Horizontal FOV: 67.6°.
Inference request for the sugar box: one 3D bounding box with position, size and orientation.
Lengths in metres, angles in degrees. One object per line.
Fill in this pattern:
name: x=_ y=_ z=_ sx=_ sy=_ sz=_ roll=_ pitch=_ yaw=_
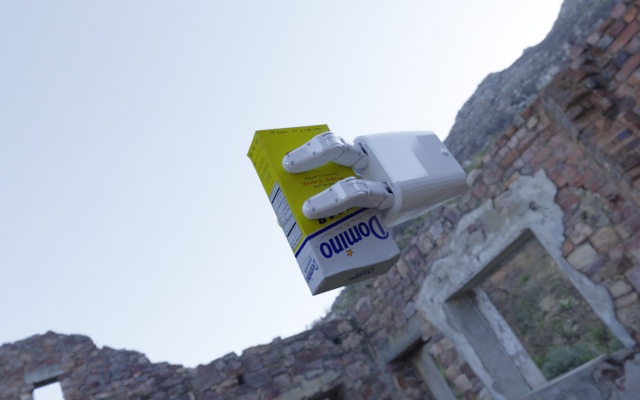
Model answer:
sugar box: x=0.000 y=0.001 z=0.488 sx=0.093 sy=0.176 sz=0.048 roll=-12 pitch=-32 yaw=-31
